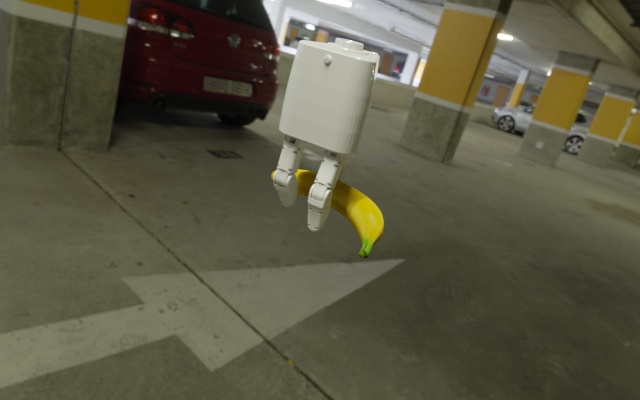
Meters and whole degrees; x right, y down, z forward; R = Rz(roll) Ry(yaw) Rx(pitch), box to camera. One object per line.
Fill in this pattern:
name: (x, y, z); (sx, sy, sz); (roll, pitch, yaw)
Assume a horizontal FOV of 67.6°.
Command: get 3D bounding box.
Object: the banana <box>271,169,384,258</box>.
banana: (0.017, 0.000, 0.606); (0.069, 0.037, 0.197); (-13, 36, -37)
